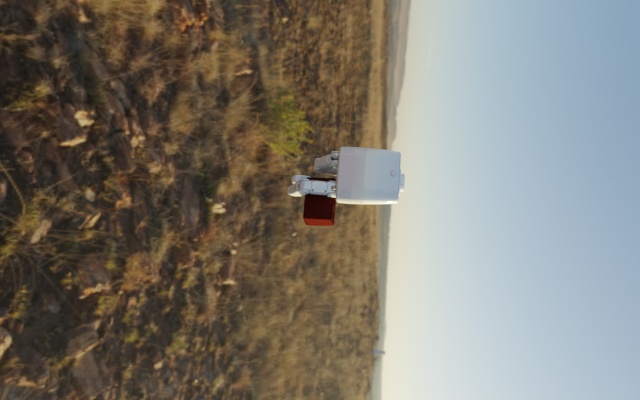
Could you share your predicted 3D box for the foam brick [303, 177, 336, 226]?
[{"bbox_3d":[0.000,0.003,0.848,0.051,0.078,0.053,4,-15,6],"label":"foam brick"}]
